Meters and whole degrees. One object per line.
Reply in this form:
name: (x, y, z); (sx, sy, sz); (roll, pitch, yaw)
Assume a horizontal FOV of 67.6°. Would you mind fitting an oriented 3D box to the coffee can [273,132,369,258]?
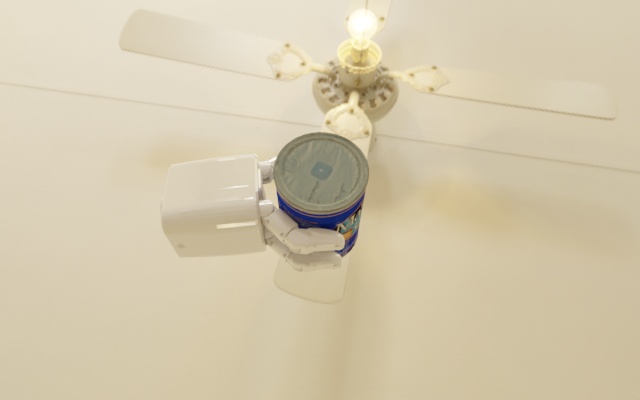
coffee can: (0.000, 0.002, 0.567); (0.103, 0.102, 0.140); (0, -30, -1)
